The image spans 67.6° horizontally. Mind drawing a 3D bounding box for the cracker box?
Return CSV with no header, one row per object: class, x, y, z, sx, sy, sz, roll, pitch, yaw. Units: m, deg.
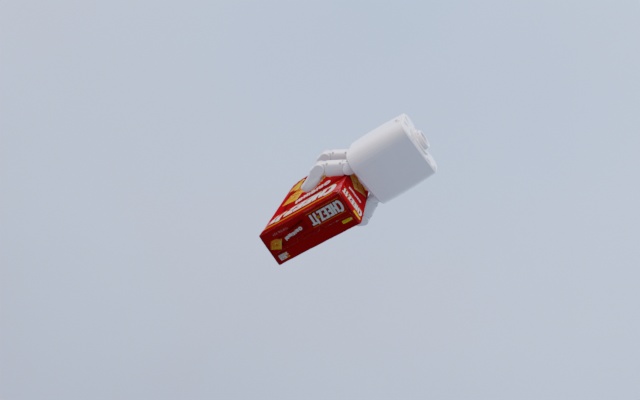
cracker box,0.000,0.003,0.841,0.164,0.072,0.213,-30,14,23
